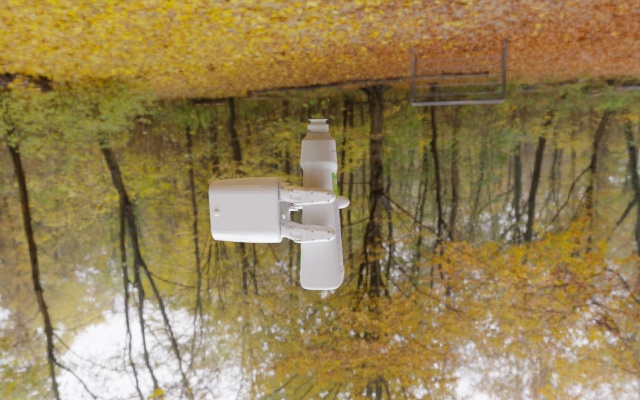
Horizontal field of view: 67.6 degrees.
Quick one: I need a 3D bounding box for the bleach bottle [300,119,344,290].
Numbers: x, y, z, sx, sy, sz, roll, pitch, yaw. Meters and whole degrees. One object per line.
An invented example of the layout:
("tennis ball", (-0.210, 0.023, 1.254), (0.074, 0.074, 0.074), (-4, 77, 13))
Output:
("bleach bottle", (0.000, 0.002, 0.732), (0.068, 0.251, 0.102), (-1, 10, 5))
